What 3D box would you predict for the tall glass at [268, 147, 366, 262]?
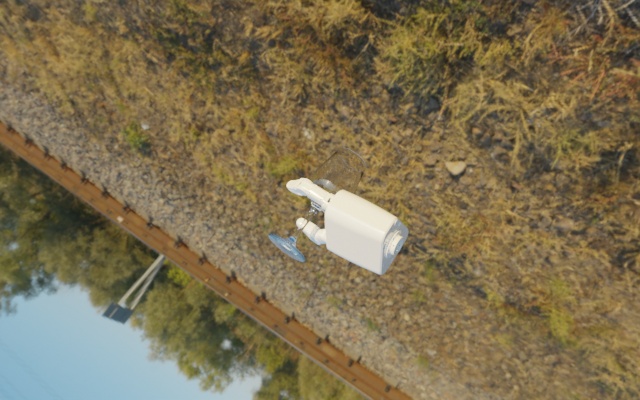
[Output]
[{"bbox_3d":[0.000,0.003,0.815,0.079,0.201,0.079,32,-19,13],"label":"tall glass"}]
